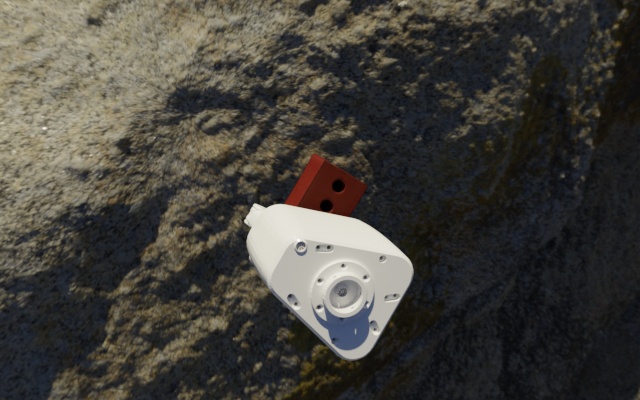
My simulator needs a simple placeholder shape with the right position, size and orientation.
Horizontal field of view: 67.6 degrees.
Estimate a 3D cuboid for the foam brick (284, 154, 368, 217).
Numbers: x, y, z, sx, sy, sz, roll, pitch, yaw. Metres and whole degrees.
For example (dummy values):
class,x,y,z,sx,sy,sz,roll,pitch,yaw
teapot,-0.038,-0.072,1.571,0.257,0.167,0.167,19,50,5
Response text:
class,x,y,z,sx,sy,sz,roll,pitch,yaw
foam brick,0.000,0.001,0.472,0.053,0.078,0.051,30,1,-18
